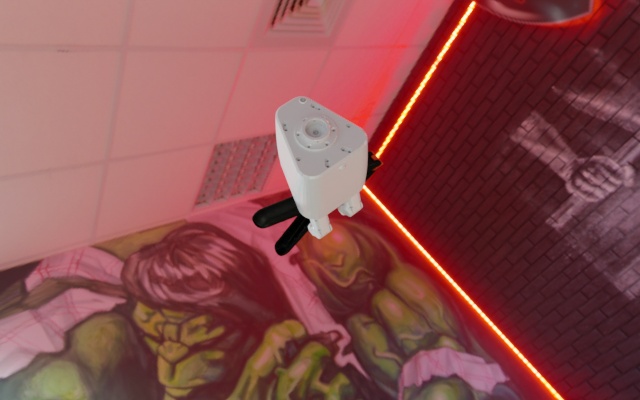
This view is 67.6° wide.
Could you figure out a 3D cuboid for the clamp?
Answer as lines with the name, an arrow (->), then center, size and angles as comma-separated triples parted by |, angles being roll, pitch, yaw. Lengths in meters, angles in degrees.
clamp -> 0.000, 0.001, 0.697 | 0.210, 0.036, 0.165 | -34, -19, -14
